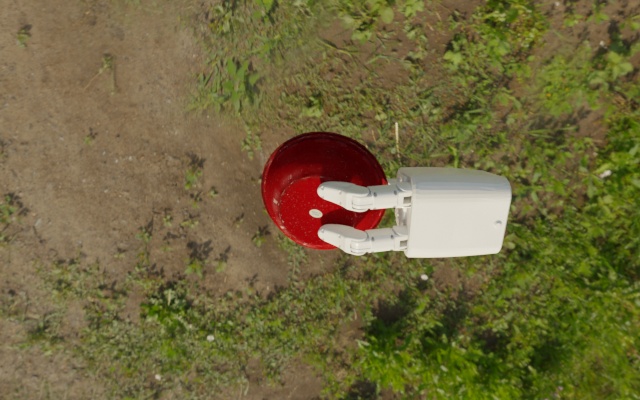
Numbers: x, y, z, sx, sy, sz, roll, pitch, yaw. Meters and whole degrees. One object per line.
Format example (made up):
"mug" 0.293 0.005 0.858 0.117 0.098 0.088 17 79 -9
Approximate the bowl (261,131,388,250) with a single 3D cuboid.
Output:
"bowl" -0.001 0.002 0.575 0.162 0.162 0.055 0 26 10
